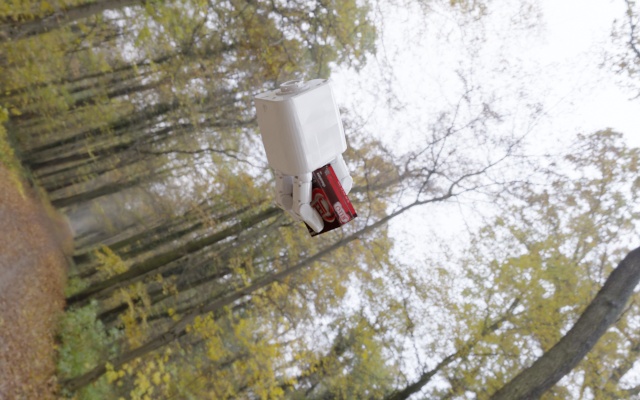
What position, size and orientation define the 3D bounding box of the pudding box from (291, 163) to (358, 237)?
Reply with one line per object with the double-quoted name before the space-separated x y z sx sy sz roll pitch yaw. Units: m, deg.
"pudding box" 0.000 0.002 0.724 0.039 0.090 0.113 -27 -1 -24
